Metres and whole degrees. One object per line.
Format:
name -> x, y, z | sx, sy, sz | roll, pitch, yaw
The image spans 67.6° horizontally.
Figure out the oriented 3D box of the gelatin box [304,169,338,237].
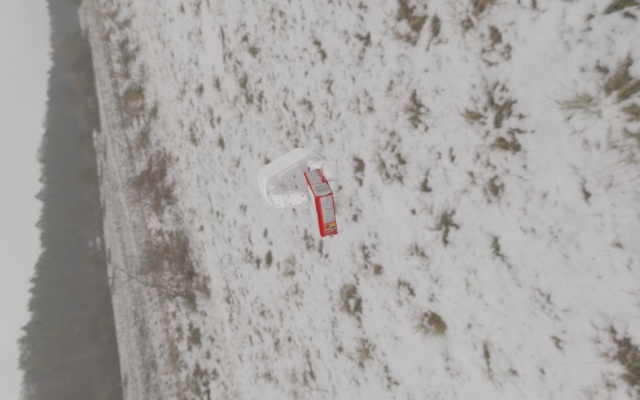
gelatin box -> 0.000, 0.003, 0.736 | 0.030, 0.073, 0.089 | -12, 30, -8
